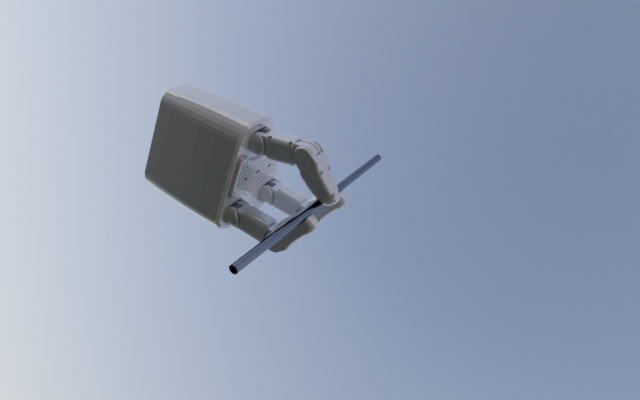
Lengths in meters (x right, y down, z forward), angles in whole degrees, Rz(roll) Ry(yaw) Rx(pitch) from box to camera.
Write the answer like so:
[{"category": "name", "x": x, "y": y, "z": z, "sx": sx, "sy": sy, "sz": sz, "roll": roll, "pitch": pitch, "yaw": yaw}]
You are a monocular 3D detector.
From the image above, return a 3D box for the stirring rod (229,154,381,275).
[{"category": "stirring rod", "x": 0.000, "y": 0.001, "z": 0.433, "sx": 0.011, "sy": 0.011, "sz": 0.239, "roll": 0, "pitch": 24, "yaw": 35}]
